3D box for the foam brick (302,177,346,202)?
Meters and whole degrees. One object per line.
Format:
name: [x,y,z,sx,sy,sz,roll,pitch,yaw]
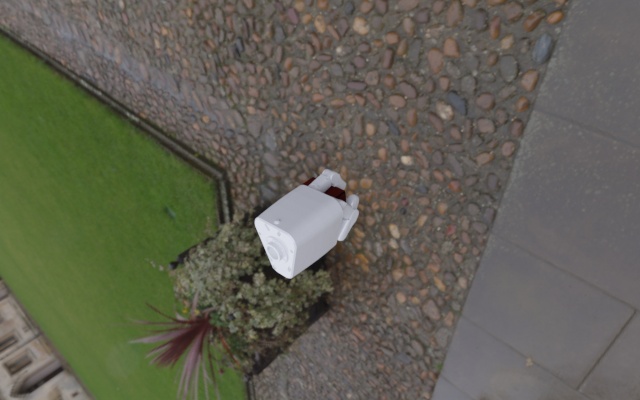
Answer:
foam brick: [0.000,0.003,0.828,0.078,0.053,0.051,24,47,36]
